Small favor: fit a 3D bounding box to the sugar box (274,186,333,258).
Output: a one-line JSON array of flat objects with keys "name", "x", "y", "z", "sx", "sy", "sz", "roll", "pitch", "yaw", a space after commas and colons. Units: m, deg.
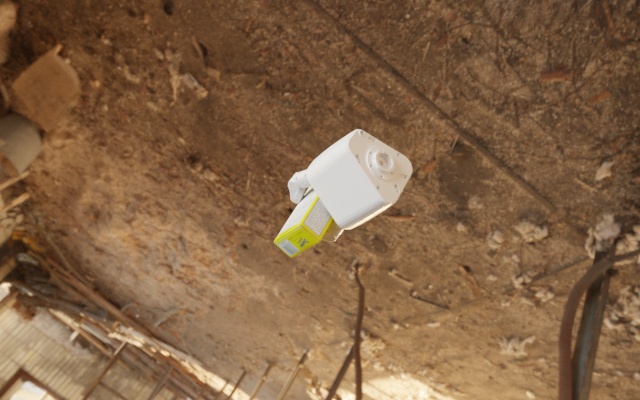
[{"name": "sugar box", "x": 0.001, "y": 0.003, "z": 0.759, "sx": 0.048, "sy": 0.176, "sz": 0.093, "roll": 43, "pitch": -36, "yaw": -11}]
